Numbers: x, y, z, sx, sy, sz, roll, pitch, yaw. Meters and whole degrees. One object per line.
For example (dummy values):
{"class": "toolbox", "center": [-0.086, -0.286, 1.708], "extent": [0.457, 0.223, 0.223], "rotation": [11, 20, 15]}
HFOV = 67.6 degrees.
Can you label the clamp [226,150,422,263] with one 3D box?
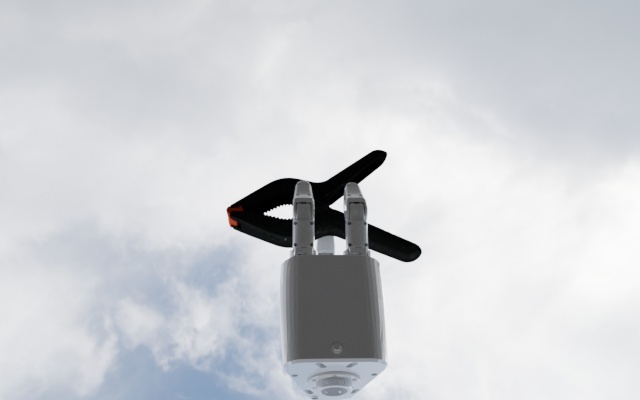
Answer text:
{"class": "clamp", "center": [0.000, 0.003, 0.552], "extent": [0.210, 0.164, 0.036], "rotation": [0, -42, -2]}
